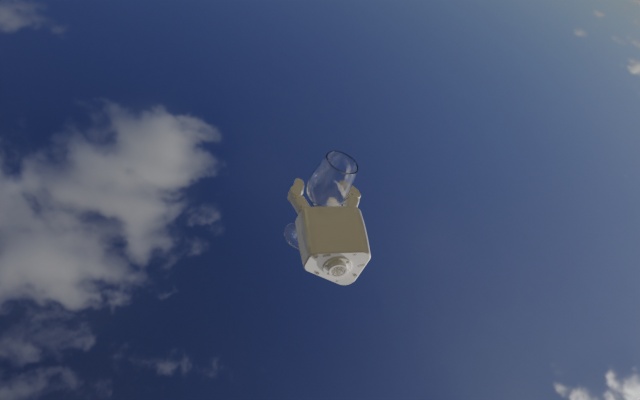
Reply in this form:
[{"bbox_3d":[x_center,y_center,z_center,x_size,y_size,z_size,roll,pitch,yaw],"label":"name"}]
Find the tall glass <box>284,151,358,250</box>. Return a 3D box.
[{"bbox_3d":[0.000,0.003,0.894,0.079,0.201,0.079,18,38,-14],"label":"tall glass"}]
